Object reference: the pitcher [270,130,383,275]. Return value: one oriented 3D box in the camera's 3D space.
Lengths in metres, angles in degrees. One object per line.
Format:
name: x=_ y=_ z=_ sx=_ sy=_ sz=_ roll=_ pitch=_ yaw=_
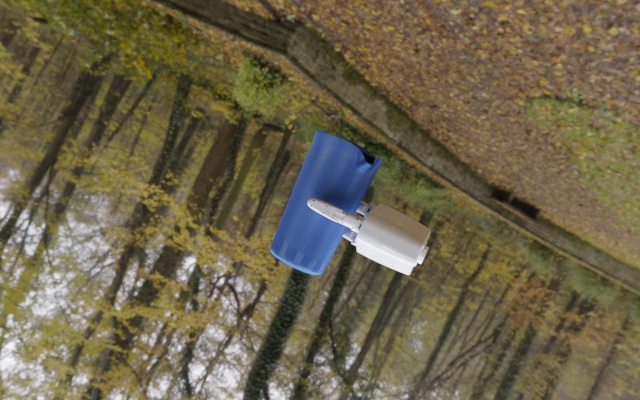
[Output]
pitcher: x=0.000 y=0.003 z=0.875 sx=0.145 sy=0.243 sz=0.149 roll=26 pitch=2 yaw=13
